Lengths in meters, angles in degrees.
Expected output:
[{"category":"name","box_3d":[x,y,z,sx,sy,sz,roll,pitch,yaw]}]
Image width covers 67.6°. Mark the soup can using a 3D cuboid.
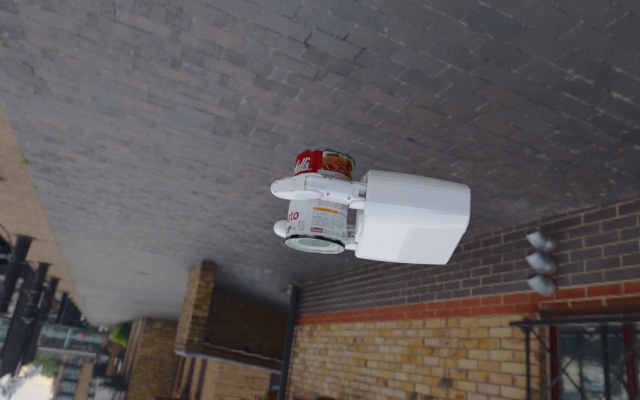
[{"category":"soup can","box_3d":[0.000,0.002,0.528,0.068,0.102,0.068,6,-18,2]}]
